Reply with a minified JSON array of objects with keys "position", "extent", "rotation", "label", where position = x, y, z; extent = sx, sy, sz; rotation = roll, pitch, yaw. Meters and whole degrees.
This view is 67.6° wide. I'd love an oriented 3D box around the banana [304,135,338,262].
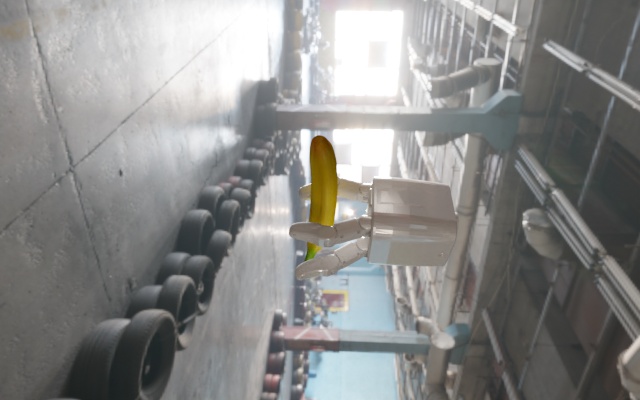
[{"position":[0.002,-0.005,0.619],"extent":[0.037,0.198,0.069],"rotation":[6,34,5],"label":"banana"}]
